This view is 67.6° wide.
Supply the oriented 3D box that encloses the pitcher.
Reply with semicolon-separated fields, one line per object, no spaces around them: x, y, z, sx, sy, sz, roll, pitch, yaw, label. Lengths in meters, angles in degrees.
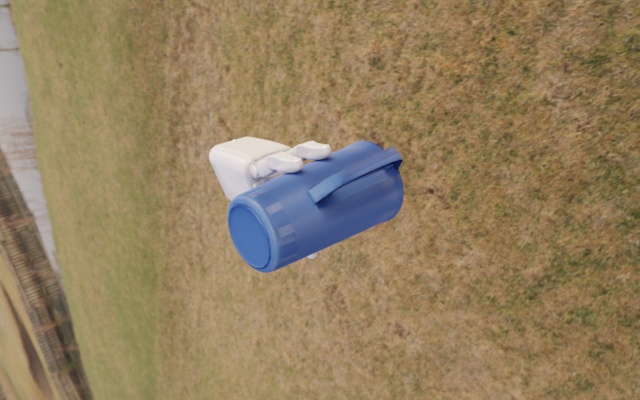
0.000;0.002;0.671;0.243;0.149;0.145;-24;34;-38;pitcher
